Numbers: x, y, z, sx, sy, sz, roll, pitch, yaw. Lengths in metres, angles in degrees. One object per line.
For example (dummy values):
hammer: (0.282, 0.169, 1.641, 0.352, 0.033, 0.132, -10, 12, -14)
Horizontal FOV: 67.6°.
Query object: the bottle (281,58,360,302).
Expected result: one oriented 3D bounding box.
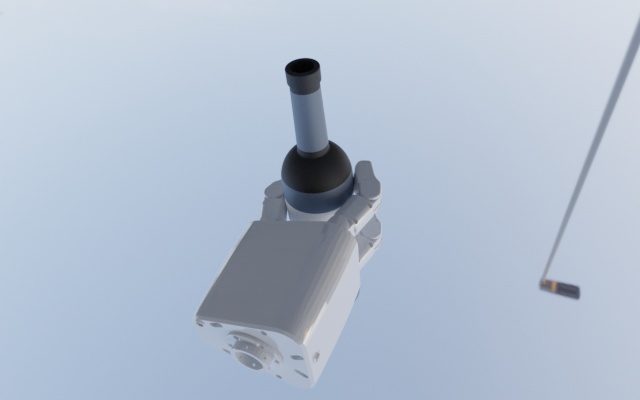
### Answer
bottle: (0.000, 0.002, 0.466, 0.069, 0.069, 0.296, -4, -45, 4)
